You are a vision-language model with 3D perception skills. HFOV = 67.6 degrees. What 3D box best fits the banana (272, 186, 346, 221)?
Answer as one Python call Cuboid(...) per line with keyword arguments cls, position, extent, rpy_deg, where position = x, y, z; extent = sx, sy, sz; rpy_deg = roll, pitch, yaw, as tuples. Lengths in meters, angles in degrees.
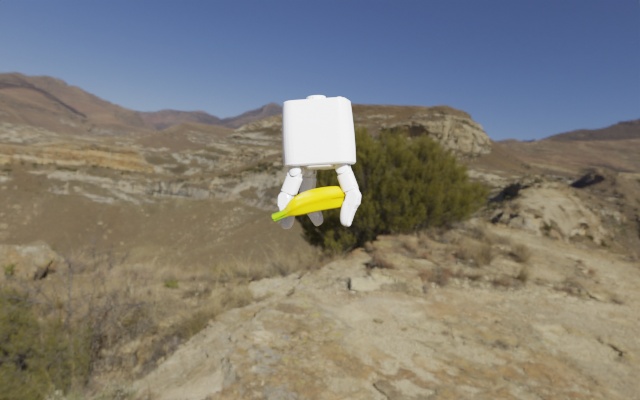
Cuboid(cls="banana", position=(0.011, -0.001, 0.787), extent=(0.069, 0.037, 0.198), rpy_deg=(-18, -7, 43))
